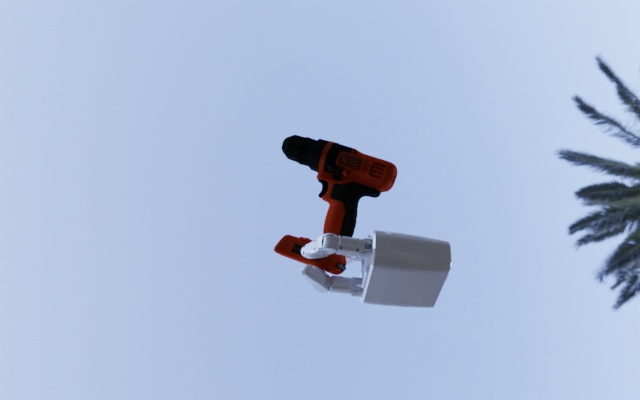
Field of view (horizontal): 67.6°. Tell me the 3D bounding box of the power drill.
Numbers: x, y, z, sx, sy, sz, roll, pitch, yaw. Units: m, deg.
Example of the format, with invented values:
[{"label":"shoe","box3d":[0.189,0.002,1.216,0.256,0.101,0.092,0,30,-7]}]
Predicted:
[{"label":"power drill","box3d":[0.000,0.003,0.706,0.184,0.187,0.057,19,-8,19]}]
